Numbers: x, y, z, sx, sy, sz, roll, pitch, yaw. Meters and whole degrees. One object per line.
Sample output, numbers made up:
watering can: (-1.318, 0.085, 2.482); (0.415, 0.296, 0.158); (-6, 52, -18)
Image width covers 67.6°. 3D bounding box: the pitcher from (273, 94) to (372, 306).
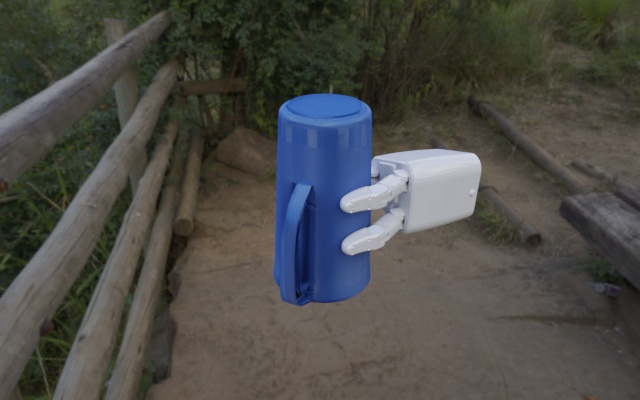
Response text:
pitcher: (0.000, 0.002, 0.593); (0.145, 0.243, 0.149); (-10, 30, -18)
